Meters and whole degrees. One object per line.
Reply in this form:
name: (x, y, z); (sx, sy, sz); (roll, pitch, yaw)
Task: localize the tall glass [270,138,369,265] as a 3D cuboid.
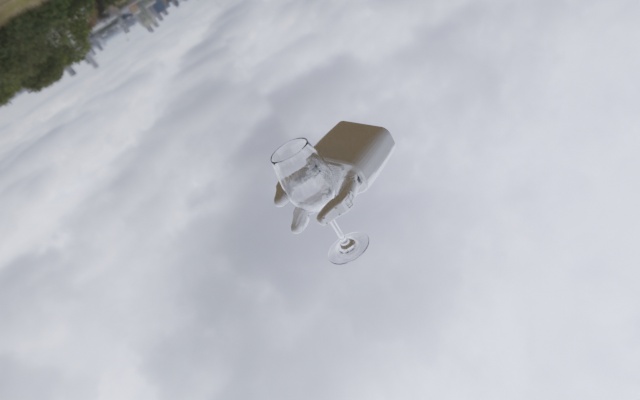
tall glass: (0.000, 0.003, 0.731); (0.079, 0.201, 0.079); (-24, 29, 14)
